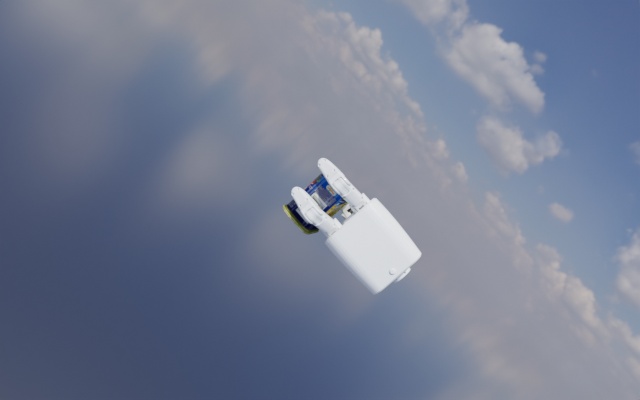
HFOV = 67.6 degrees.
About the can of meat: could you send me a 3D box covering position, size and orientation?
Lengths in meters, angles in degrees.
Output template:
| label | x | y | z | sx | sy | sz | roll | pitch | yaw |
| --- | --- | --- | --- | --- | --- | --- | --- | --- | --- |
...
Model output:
| label | x | y | z | sx | sy | sz | roll | pitch | yaw |
| --- | --- | --- | --- | --- | --- | --- | --- | --- | --- |
| can of meat | 0.000 | 0.002 | 0.727 | 0.084 | 0.057 | 0.102 | -42 | -9 | 9 |
